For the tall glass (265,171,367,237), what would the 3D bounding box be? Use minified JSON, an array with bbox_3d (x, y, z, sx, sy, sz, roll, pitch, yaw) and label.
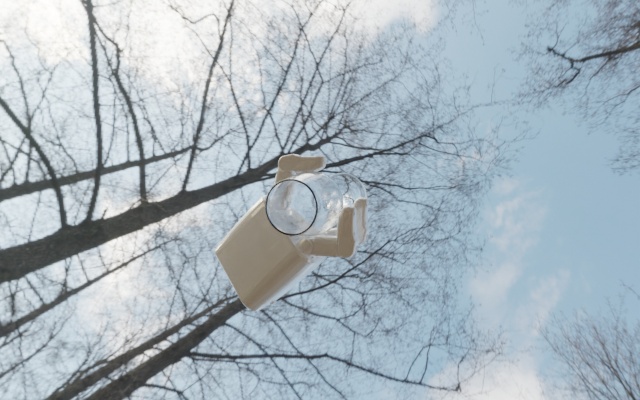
[{"bbox_3d":[0.000,0.002,0.609,0.079,0.079,0.201,0,3,19],"label":"tall glass"}]
